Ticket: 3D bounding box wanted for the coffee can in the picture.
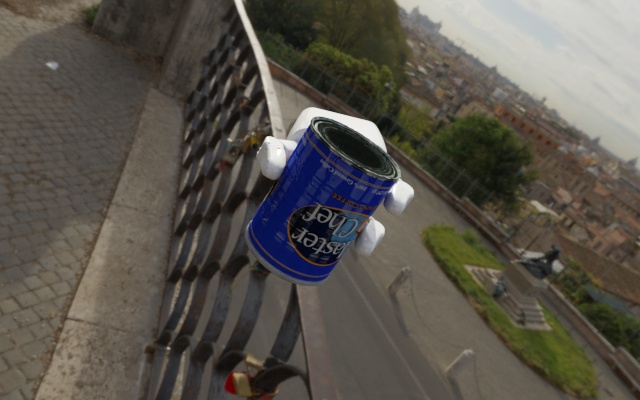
[{"bbox_3d":[0.000,0.002,0.485,0.103,0.140,0.102,28,24,-13],"label":"coffee can"}]
